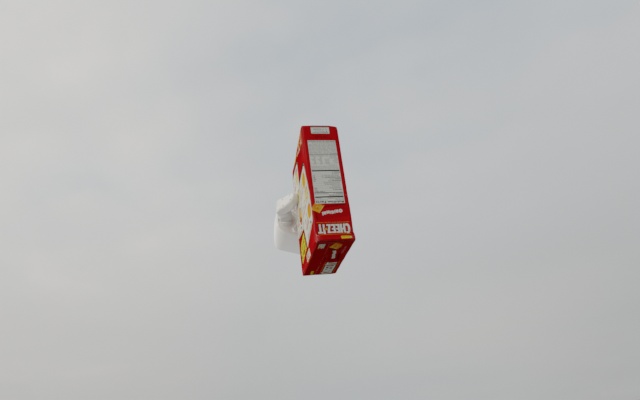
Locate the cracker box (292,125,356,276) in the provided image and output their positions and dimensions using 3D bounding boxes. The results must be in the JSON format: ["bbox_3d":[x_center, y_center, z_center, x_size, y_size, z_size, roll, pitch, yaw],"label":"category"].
[{"bbox_3d":[0.000,0.003,0.830,0.072,0.213,0.164,-3,-26,-11],"label":"cracker box"}]
